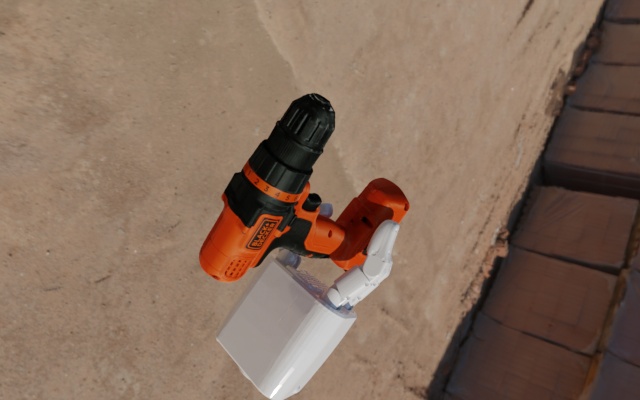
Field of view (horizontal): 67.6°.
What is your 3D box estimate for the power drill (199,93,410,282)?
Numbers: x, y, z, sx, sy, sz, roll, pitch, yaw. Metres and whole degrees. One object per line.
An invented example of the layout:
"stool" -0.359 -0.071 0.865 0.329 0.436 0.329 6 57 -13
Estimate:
"power drill" 0.000 0.002 0.446 0.188 0.184 0.057 13 32 -44
